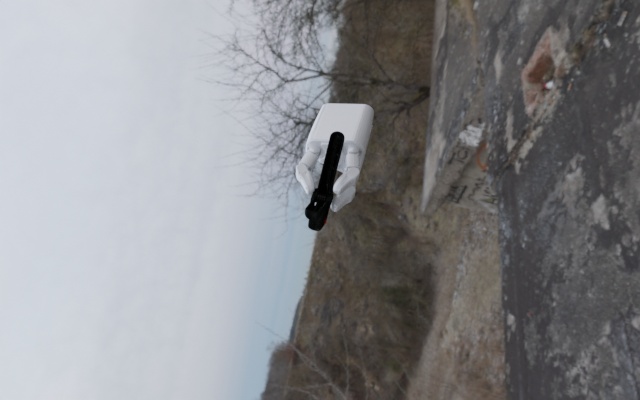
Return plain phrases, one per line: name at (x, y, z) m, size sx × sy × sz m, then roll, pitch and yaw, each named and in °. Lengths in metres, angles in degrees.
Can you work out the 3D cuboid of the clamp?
clamp at (-0.001, 0.003, 0.835) m, size 0.036 × 0.164 × 0.210 m, roll 17°, pitch -33°, yaw 5°
